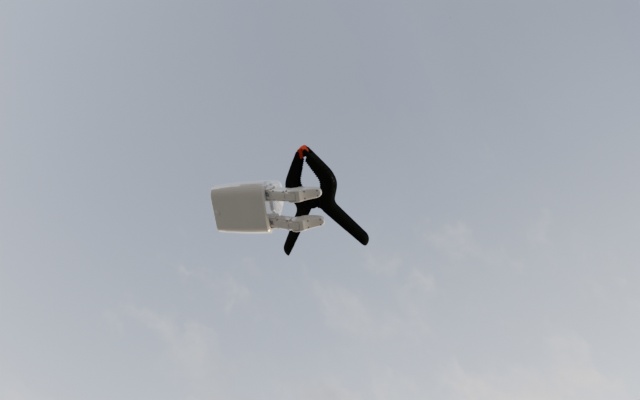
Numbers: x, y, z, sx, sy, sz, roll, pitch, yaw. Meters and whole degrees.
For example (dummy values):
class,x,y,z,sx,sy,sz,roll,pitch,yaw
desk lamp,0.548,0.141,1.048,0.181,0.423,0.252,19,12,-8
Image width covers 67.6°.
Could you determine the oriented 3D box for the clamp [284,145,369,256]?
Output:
class,x,y,z,sx,sy,sz,roll,pitch,yaw
clamp,0.000,0.002,0.868,0.164,0.210,0.036,-3,20,11
